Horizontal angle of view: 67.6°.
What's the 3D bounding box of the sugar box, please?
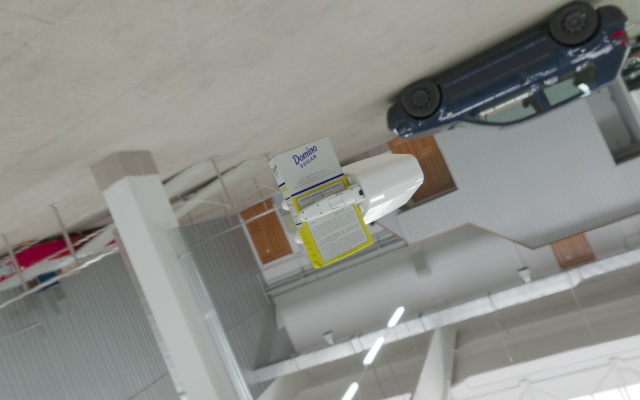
[{"bbox_3d":[0.000,0.002,0.711,0.093,0.176,0.048,-23,-2,-21],"label":"sugar box"}]
